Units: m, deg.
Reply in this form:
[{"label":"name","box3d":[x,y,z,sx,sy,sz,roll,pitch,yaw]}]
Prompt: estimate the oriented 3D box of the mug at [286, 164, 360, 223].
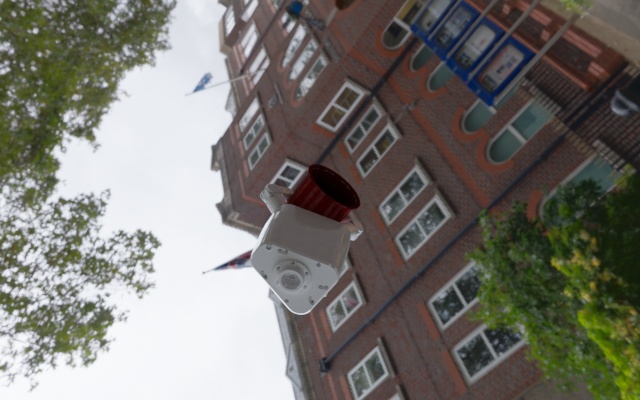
[{"label":"mug","box3d":[0.000,0.002,0.719,0.093,0.081,0.117,37,25,-6]}]
